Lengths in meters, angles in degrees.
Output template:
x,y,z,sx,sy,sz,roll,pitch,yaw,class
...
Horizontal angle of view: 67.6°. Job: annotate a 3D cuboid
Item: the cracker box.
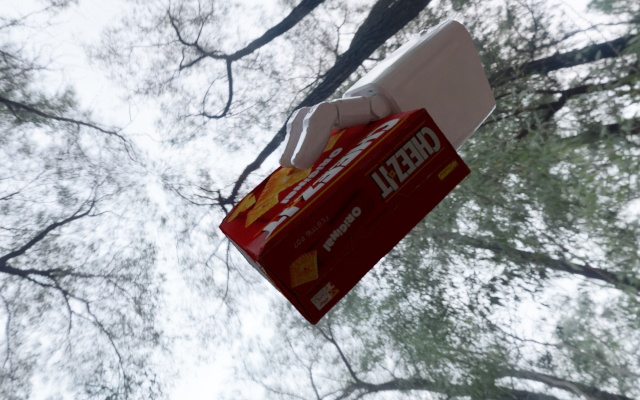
x,y,z,sx,sy,sz,roll,pitch,yaw,class
0.000,0.002,0.428,0.164,0.072,0.213,-43,15,-12,cracker box
